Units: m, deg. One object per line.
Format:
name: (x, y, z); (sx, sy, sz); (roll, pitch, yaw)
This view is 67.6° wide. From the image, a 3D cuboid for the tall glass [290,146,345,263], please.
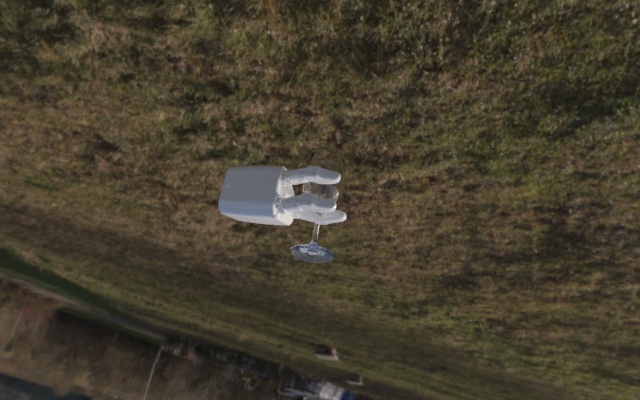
tall glass: (0.000, 0.003, 0.843); (0.079, 0.201, 0.079); (8, -27, 4)
